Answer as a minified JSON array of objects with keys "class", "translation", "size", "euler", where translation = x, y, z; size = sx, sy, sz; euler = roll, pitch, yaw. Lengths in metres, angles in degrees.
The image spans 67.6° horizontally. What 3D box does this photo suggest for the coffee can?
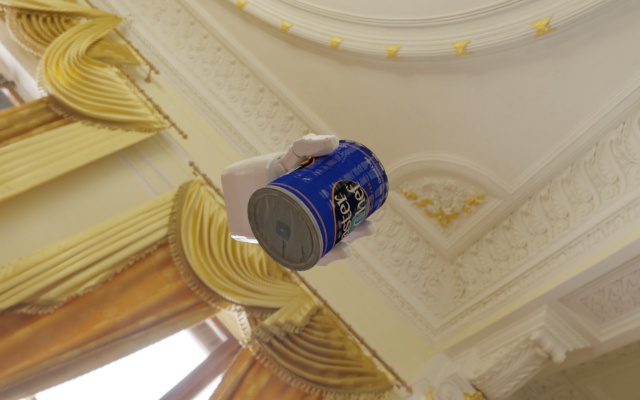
[{"class":"coffee can","translation":[0.000,0.002,0.556],"size":[0.103,0.103,0.140],"euler":[0,26,42]}]
